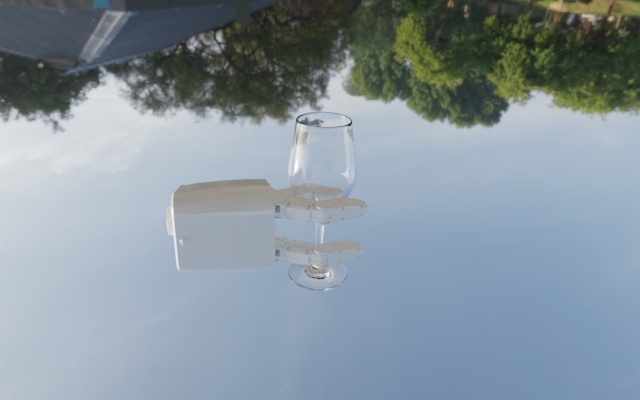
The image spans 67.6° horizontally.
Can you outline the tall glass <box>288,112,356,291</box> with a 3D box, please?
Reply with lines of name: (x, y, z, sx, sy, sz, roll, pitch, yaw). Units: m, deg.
tall glass: (0.000, 0.002, 0.560, 0.079, 0.201, 0.079, 2, 25, -1)
